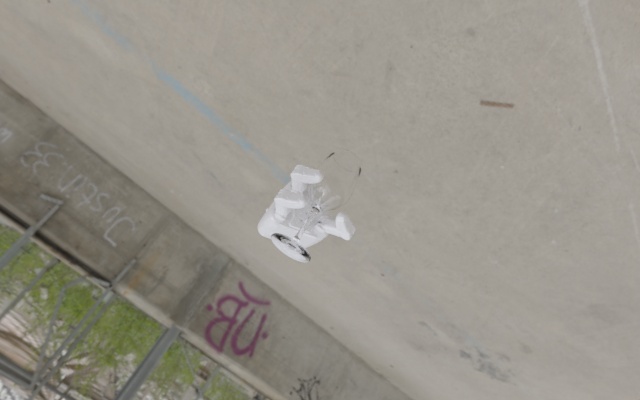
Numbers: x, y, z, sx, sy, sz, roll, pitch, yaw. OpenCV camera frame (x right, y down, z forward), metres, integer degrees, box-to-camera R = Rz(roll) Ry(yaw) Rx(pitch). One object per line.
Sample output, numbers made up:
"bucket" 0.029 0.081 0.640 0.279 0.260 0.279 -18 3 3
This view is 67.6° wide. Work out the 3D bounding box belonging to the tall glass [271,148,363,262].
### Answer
"tall glass" 0.000 0.003 0.809 0.079 0.201 0.079 26 -28 15
